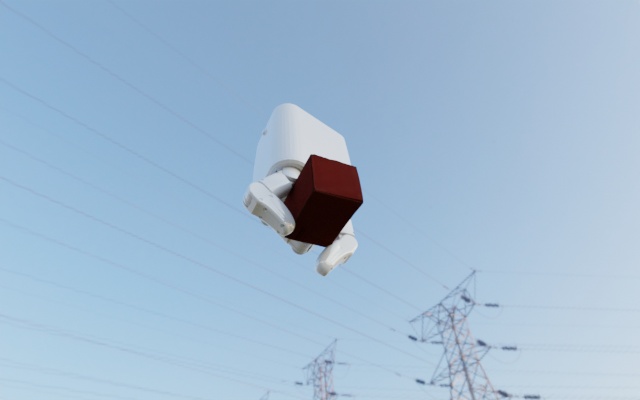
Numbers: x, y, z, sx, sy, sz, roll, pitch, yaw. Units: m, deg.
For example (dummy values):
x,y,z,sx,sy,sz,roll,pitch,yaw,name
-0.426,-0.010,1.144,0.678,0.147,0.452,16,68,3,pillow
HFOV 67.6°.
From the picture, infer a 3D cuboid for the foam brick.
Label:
x,y,z,sx,sy,sz,roll,pitch,yaw,name
0.000,0.001,0.478,0.053,0.051,0.078,15,-45,-20,foam brick
